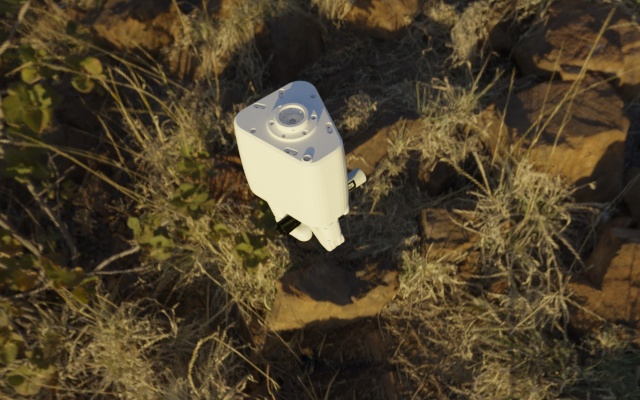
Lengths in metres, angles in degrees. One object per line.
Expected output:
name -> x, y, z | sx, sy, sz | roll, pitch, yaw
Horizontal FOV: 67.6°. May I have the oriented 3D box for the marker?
marker -> 0.000, 0.002, 0.539 | 0.121, 0.020, 0.020 | -34, 11, -17
